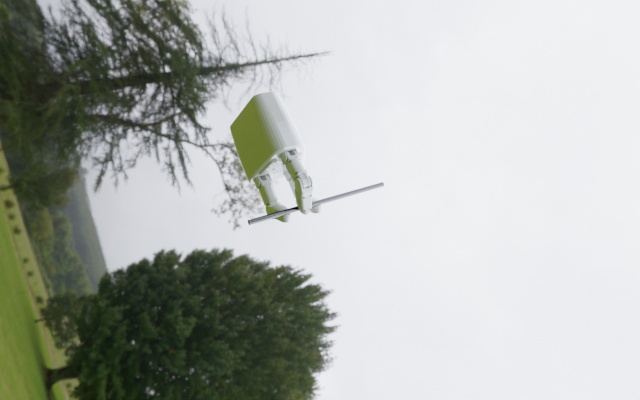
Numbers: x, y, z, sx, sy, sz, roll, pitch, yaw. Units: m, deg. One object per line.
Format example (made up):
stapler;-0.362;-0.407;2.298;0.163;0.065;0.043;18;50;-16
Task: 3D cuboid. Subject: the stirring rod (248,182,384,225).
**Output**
stirring rod;0.000;0.002;0.743;0.239;0.011;0.011;-16;7;-26
